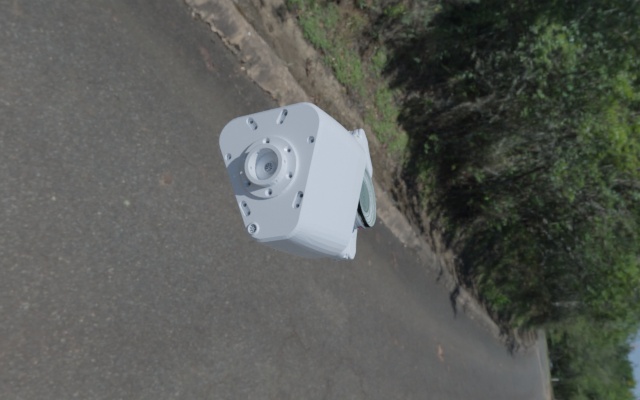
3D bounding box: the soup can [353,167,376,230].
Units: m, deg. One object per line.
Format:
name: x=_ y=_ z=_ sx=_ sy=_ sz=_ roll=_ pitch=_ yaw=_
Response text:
soup can: x=0.001 y=0.002 z=0.498 sx=0.102 sy=0.068 sz=0.068 roll=-9 pitch=-3 yaw=20
